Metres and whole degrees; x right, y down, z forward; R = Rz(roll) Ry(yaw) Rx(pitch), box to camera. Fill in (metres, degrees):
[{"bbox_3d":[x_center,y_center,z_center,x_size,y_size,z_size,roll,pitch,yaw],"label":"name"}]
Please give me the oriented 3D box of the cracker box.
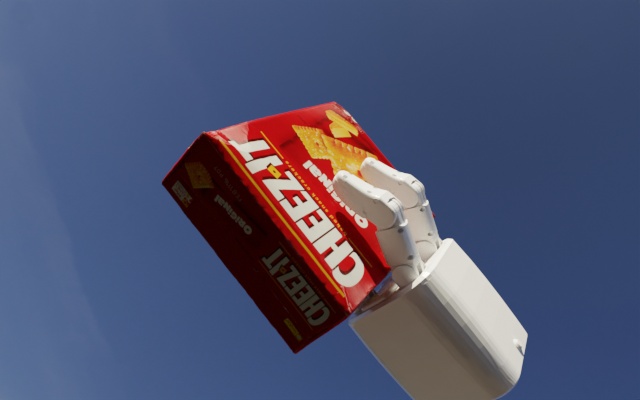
[{"bbox_3d":[0.000,0.001,0.421,0.072,0.164,0.213,-43,-6,32],"label":"cracker box"}]
